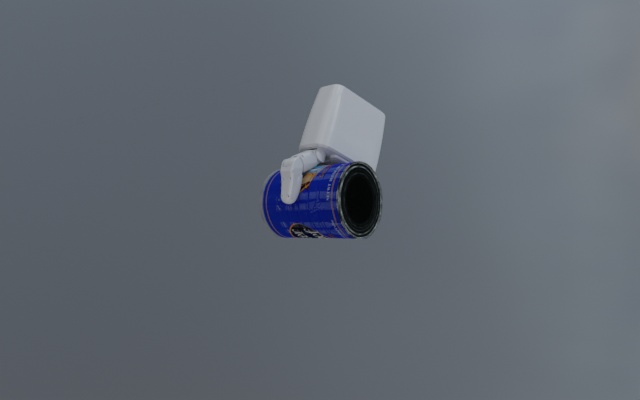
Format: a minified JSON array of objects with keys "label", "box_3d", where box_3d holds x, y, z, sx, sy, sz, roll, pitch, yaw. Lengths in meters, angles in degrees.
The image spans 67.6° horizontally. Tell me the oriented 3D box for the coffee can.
[{"label":"coffee can","box_3d":[0.000,0.002,0.664,0.140,0.103,0.103,-3,-2,39]}]
